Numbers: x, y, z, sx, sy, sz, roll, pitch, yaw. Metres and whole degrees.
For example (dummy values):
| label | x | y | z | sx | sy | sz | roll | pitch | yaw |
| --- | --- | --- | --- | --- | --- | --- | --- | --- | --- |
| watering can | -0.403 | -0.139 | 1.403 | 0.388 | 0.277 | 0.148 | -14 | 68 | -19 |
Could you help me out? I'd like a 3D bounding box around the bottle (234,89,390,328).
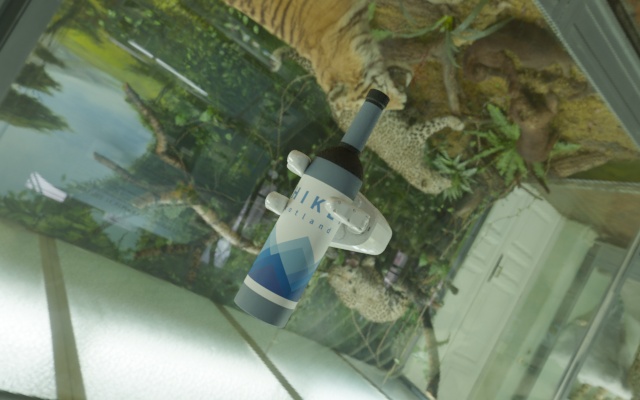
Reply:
| label | x | y | z | sx | sy | sz | roll | pitch | yaw |
| --- | --- | --- | --- | --- | --- | --- | --- | --- | --- |
| bottle | 0.000 | 0.002 | 0.561 | 0.069 | 0.295 | 0.069 | 29 | -3 | 2 |
